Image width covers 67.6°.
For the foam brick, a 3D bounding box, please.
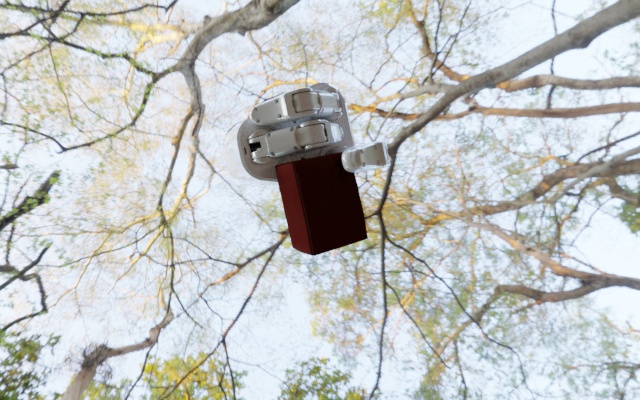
[{"bbox_3d":[0.000,0.002,0.407,0.053,0.078,0.051,-13,4,-22],"label":"foam brick"}]
